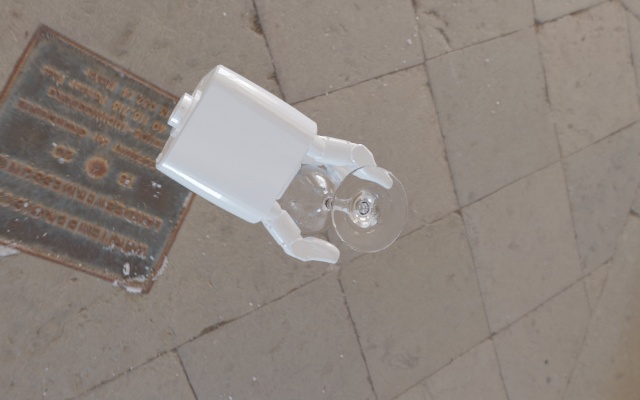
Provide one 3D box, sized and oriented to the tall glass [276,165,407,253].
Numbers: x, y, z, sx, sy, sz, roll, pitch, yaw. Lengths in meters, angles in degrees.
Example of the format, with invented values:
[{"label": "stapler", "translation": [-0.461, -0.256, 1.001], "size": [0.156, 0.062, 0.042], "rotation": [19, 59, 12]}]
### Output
[{"label": "tall glass", "translation": [0.000, 0.002, 0.493], "size": [0.079, 0.079, 0.201], "rotation": [0, 3, -25]}]
